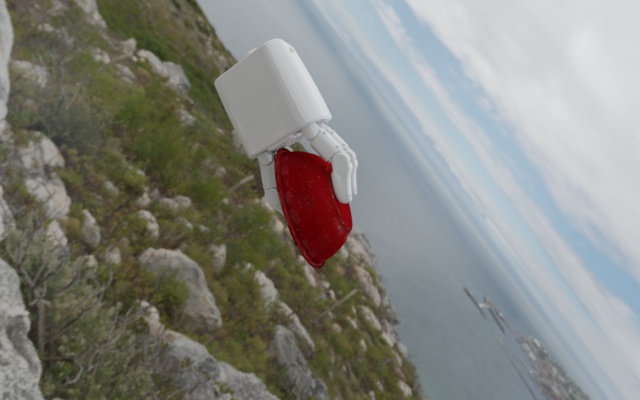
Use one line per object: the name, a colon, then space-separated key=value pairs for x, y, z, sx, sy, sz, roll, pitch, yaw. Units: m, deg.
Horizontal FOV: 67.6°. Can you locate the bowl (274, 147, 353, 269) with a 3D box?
bowl: x=0.001 y=0.003 z=0.603 sx=0.055 sy=0.162 sz=0.162 roll=-17 pitch=-4 yaw=13
